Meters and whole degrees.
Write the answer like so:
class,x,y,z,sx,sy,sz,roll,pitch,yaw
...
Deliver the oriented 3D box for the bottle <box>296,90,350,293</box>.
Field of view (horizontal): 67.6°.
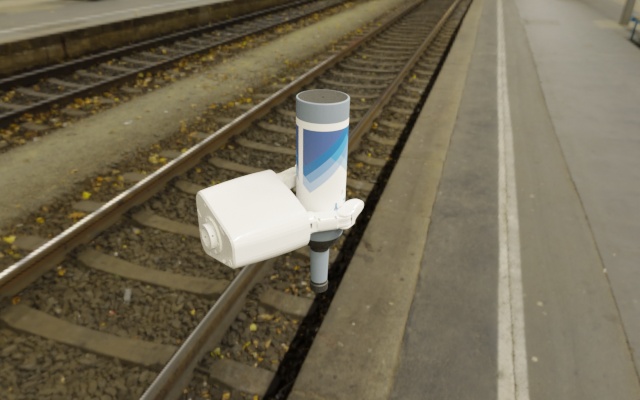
class,x,y,z,sx,sy,sz,roll,pitch,yaw
bottle,0.000,0.002,0.656,0.069,0.296,0.069,1,28,-1
